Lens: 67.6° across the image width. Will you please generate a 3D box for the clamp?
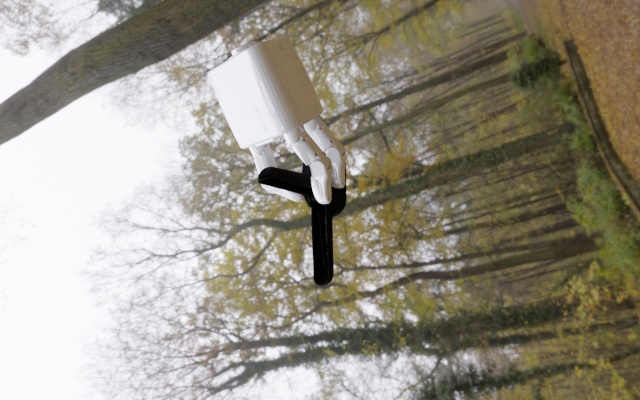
[{"bbox_3d":[-0.001,0.002,0.640,0.036,0.164,0.210,-16,16,26],"label":"clamp"}]
